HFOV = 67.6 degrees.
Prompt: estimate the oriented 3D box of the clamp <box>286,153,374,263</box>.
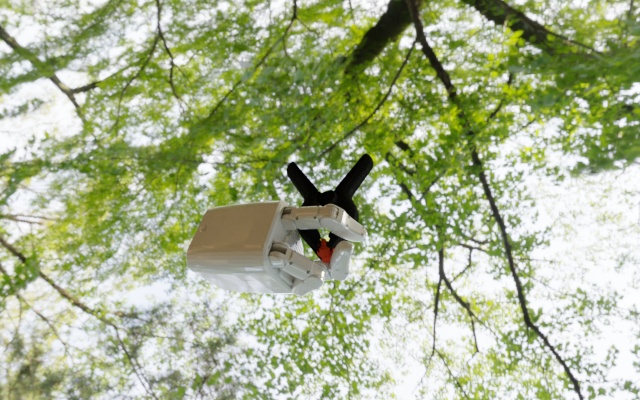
[{"bbox_3d":[0.000,0.003,0.619,0.120,0.171,0.039,-3,-45,20],"label":"clamp"}]
